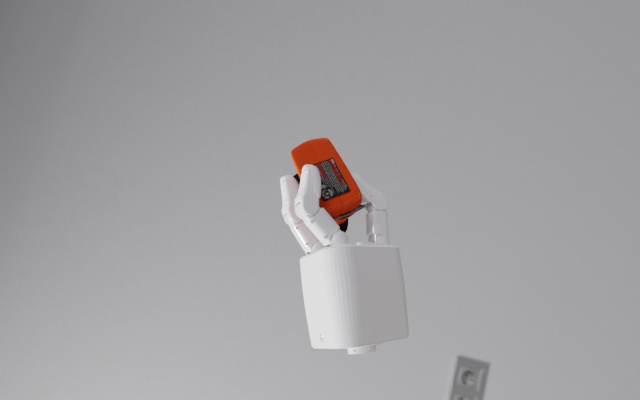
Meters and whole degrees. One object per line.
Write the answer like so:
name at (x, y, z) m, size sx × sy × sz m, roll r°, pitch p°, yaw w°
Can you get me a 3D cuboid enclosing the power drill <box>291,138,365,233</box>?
power drill at (0.000, 0.002, 0.636) m, size 0.057 × 0.184 × 0.188 m, roll -24°, pitch -27°, yaw -11°
